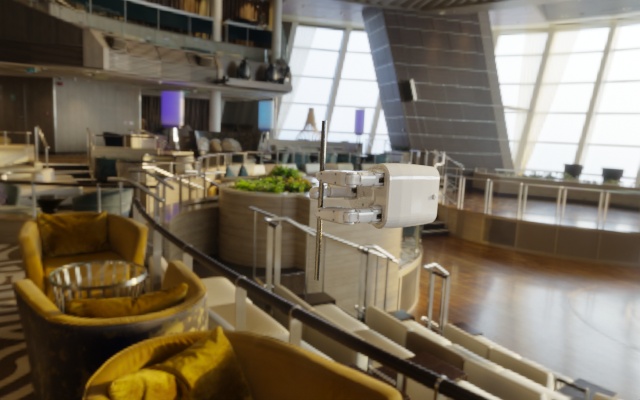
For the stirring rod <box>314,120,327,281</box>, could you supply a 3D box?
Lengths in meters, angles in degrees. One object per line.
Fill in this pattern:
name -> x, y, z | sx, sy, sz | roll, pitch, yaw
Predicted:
stirring rod -> 0.000, 0.002, 0.713 | 0.011, 0.239, 0.011 | 3, 8, 0
